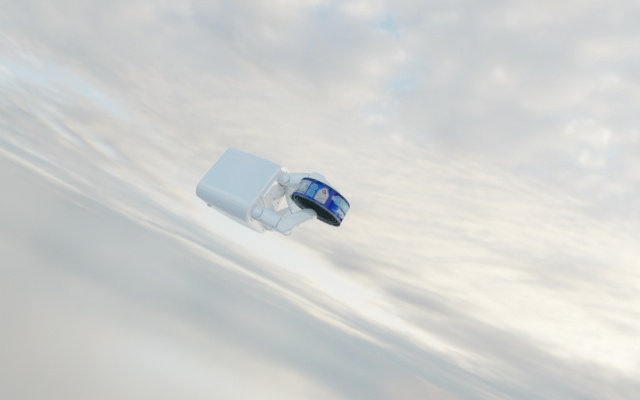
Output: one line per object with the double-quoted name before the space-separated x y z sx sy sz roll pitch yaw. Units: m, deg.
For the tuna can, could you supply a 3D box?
"tuna can" 0.000 0.002 0.705 0.086 0.033 0.086 29 -14 8
